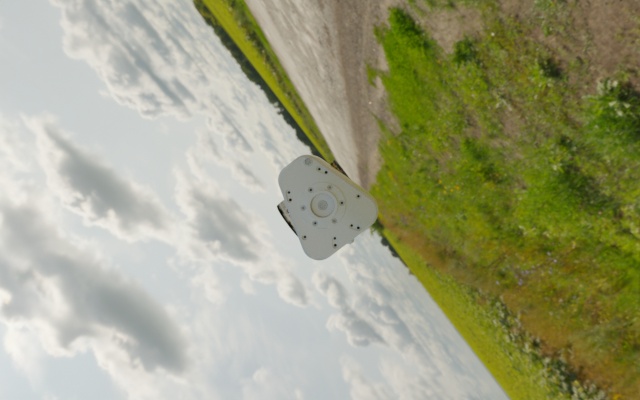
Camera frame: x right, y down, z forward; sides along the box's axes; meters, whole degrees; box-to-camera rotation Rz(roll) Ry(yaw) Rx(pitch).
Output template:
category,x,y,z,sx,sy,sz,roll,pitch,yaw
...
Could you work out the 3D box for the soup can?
category,x,y,z,sx,sy,sz,roll,pitch,yaw
soup can,0.000,0.002,0.654,0.102,0.068,0.068,-38,-2,3
